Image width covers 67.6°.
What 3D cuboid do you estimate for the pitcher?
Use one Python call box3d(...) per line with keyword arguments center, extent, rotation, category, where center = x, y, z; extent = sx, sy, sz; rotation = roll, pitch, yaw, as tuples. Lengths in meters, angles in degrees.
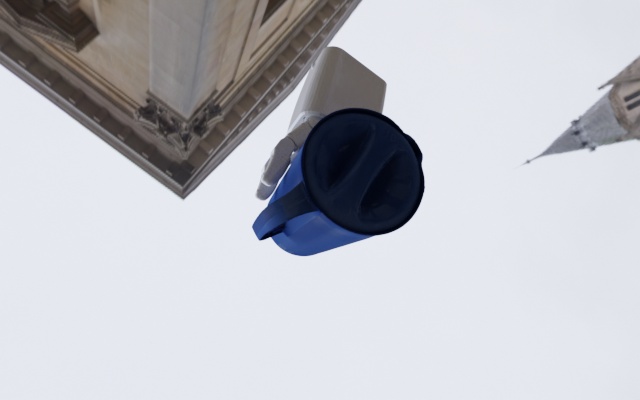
box3d(center=(0.000, 0.002, 0.572), extent=(0.149, 0.145, 0.243), rotation=(19, -20, -13), category="pitcher")
